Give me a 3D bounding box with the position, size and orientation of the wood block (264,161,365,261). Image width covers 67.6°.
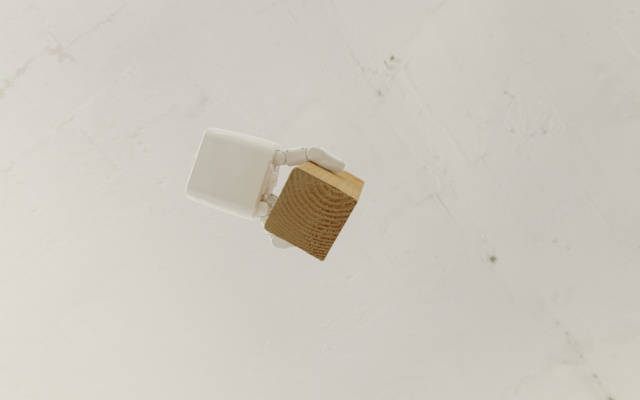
[{"bbox_3d":[0.000,0.002,0.681,0.090,0.091,0.206,29,11,2],"label":"wood block"}]
